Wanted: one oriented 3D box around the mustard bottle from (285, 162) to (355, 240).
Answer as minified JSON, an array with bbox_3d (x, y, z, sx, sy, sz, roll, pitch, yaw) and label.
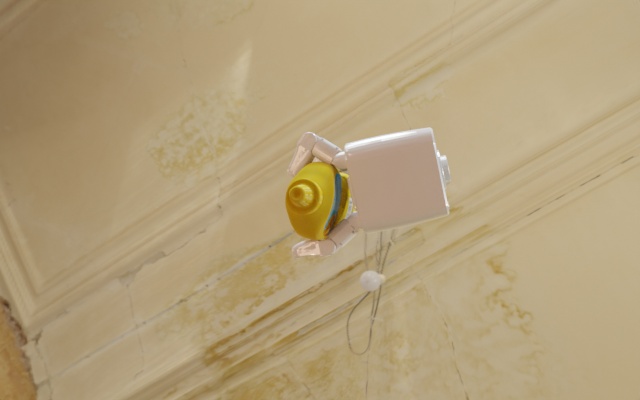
[{"bbox_3d":[0.000,0.002,0.604,0.058,0.096,0.191,14,-1,16],"label":"mustard bottle"}]
